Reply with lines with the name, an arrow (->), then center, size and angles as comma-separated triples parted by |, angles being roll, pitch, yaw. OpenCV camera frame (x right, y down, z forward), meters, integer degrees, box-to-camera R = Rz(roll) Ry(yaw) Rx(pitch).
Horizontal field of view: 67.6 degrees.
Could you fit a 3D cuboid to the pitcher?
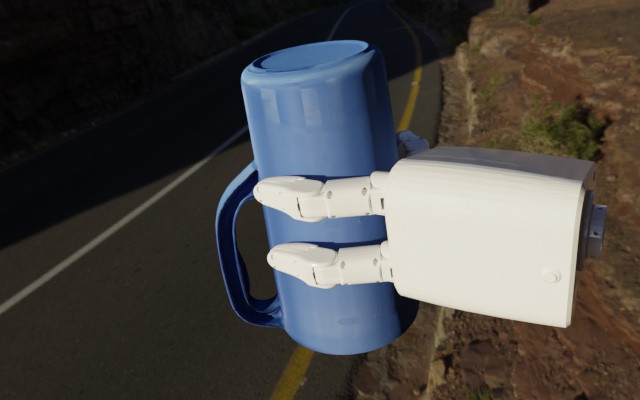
pitcher -> 0.000, 0.001, 0.404 | 0.145, 0.243, 0.149 | 10, 33, 34
